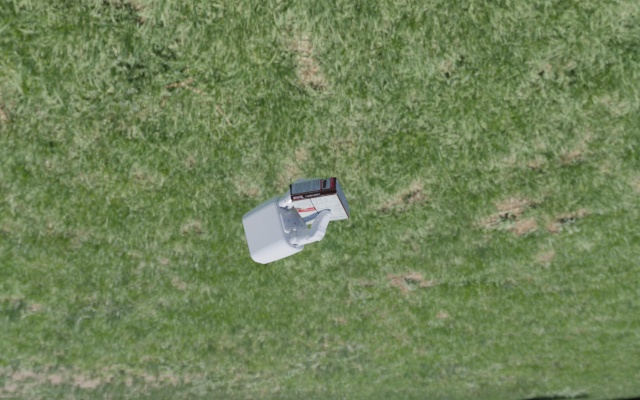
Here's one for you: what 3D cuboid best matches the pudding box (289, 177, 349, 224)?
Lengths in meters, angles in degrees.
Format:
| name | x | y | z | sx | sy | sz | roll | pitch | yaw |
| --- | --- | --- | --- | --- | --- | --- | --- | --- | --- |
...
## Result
| name | x | y | z | sx | sy | sz | roll | pitch | yaw |
| --- | --- | --- | --- | --- | --- | --- | --- | --- | --- |
| pudding box | 0.000 | 0.003 | 0.896 | 0.090 | 0.039 | 0.113 | -10 | -27 | 11 |
